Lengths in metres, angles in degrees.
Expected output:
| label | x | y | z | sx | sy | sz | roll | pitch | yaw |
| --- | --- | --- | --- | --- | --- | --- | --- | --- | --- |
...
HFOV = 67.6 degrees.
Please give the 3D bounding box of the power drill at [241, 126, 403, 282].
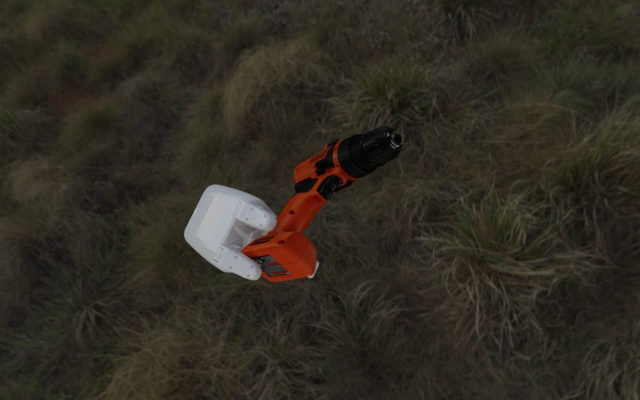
| label | x | y | z | sx | sy | sz | roll | pitch | yaw |
| --- | --- | --- | --- | --- | --- | --- | --- | --- | --- |
| power drill | 0.000 | 0.002 | 0.552 | 0.057 | 0.187 | 0.184 | 44 | -34 | -16 |
